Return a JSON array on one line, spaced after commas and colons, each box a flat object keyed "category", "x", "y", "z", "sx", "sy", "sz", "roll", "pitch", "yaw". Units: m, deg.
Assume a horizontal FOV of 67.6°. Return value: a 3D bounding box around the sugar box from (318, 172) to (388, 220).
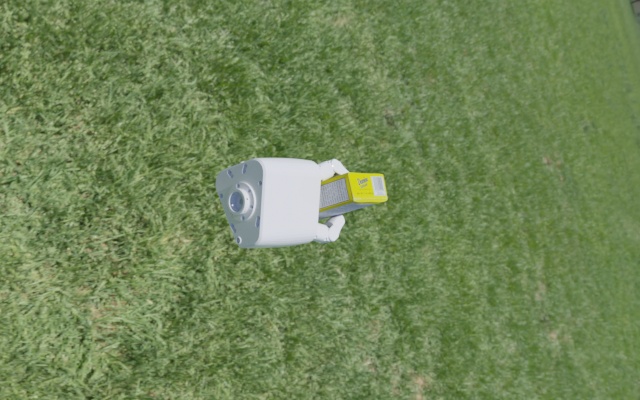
[{"category": "sugar box", "x": 0.000, "y": 0.002, "z": 0.701, "sx": 0.176, "sy": 0.048, "sz": 0.093, "roll": -15, "pitch": -9, "yaw": 37}]
